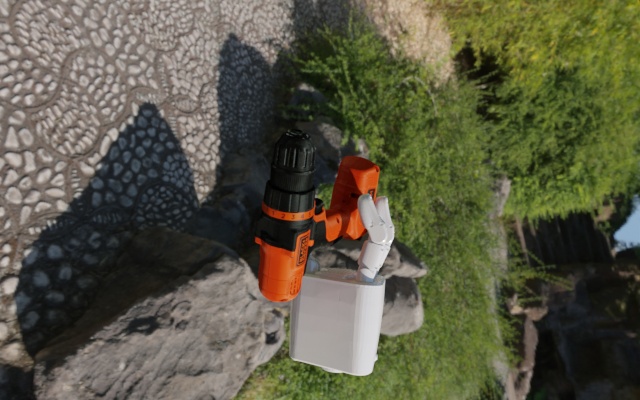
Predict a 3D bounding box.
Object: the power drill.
[{"bbox_3d":[0.000,0.002,0.539,0.057,0.184,0.187,22,25,27],"label":"power drill"}]
